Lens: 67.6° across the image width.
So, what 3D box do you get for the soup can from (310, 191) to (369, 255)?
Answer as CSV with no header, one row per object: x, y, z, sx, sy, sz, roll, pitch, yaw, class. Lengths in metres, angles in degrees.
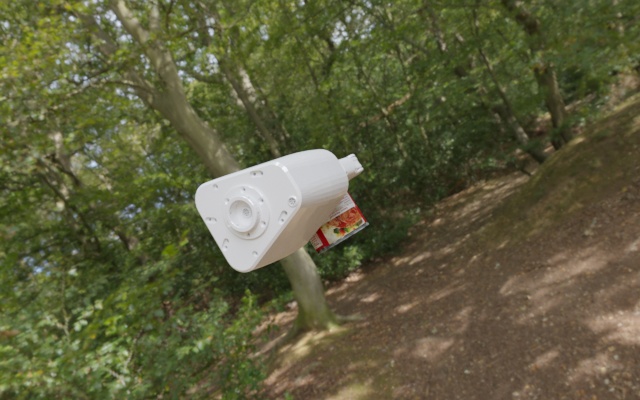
0.000,0.001,0.549,0.068,0.102,0.068,-31,-5,-3,soup can
